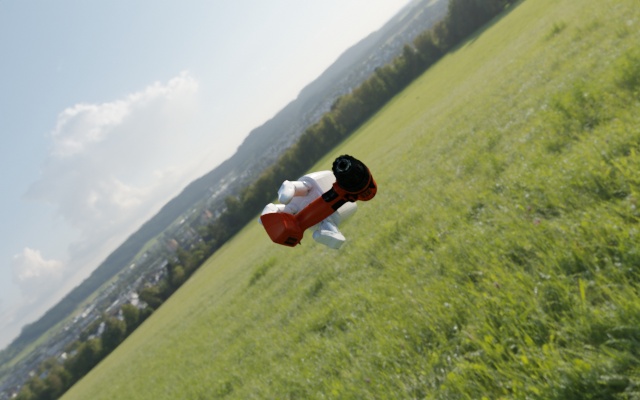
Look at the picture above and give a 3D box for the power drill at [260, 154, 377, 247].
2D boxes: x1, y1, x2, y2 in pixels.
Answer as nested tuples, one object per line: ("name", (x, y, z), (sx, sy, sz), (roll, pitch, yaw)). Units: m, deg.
("power drill", (0.000, 0.003, 0.766), (0.187, 0.057, 0.184), (-31, -18, 9))
